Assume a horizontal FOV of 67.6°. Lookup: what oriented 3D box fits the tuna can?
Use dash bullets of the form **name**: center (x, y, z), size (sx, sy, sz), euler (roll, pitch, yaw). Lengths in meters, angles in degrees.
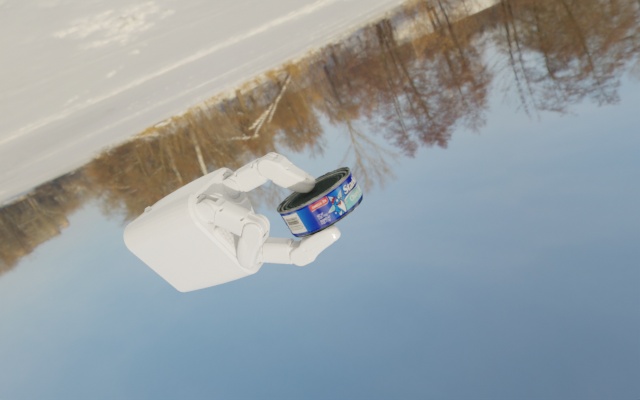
- **tuna can**: center (0.000, 0.002, 0.490), size (0.086, 0.034, 0.086), euler (-29, 13, 7)
